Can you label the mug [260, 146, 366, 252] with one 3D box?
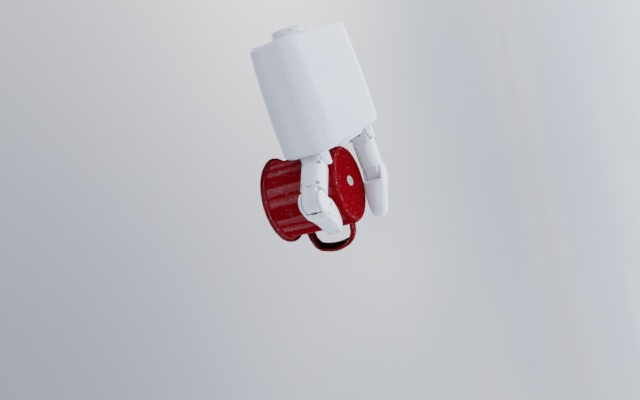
[{"bbox_3d":[0.001,0.003,0.504,0.081,0.117,0.093,-14,17,24],"label":"mug"}]
